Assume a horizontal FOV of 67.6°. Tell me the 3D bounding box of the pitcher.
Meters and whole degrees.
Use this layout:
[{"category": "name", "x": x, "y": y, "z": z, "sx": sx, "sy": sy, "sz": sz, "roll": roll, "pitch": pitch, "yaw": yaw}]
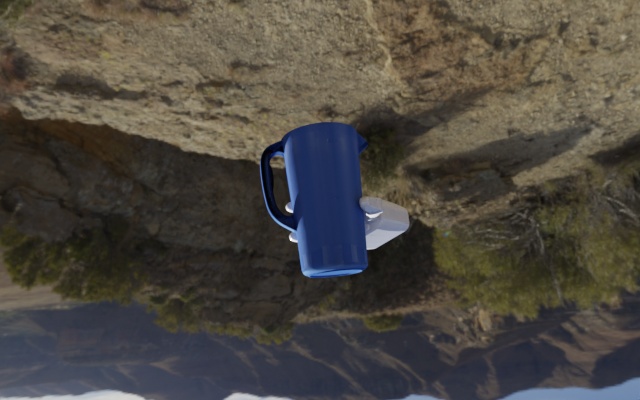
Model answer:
[{"category": "pitcher", "x": 0.000, "y": 0.003, "z": 0.798, "sx": 0.149, "sy": 0.242, "sz": 0.145, "roll": -17, "pitch": -17, "yaw": 35}]
